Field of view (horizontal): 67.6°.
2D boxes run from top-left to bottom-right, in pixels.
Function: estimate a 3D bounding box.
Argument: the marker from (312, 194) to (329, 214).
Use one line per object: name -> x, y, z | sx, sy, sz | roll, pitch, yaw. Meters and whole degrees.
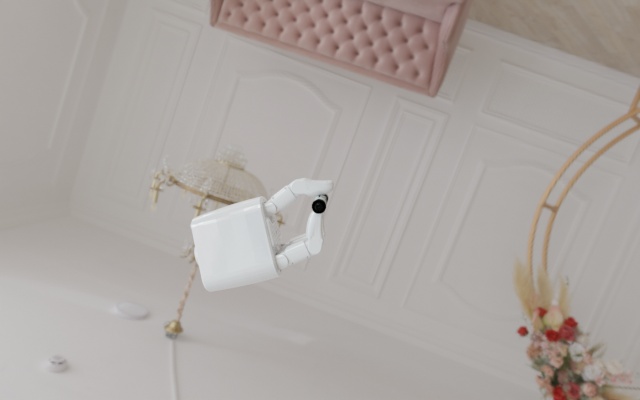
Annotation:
marker -> 0.000, 0.002, 0.656 | 0.020, 0.020, 0.121 | 0, 6, 3
